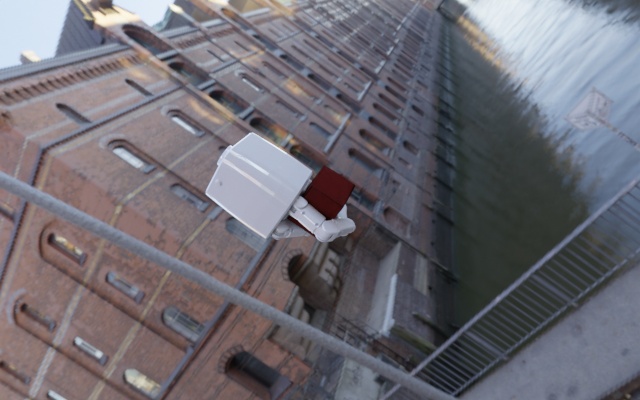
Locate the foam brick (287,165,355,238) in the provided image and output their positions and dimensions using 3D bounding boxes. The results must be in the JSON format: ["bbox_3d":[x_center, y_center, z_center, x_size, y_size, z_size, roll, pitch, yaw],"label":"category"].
[{"bbox_3d":[0.000,0.002,0.646,0.051,0.078,0.053,35,41,-4],"label":"foam brick"}]
